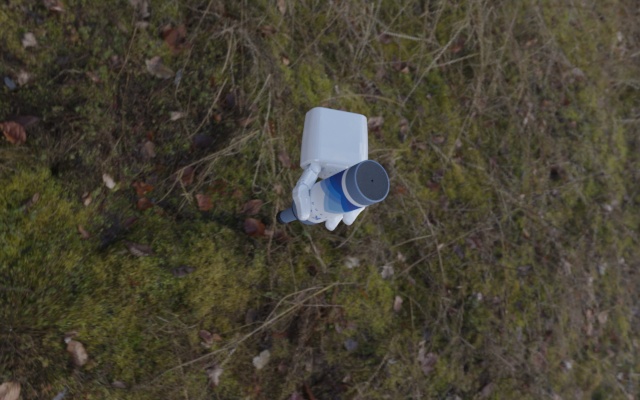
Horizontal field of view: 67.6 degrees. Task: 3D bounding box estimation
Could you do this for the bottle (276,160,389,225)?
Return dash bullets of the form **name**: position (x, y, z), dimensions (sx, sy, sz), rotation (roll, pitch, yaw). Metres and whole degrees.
- **bottle**: position (0.000, 0.003, 0.837), dimensions (0.069, 0.069, 0.296), rotation (0, -13, -33)
